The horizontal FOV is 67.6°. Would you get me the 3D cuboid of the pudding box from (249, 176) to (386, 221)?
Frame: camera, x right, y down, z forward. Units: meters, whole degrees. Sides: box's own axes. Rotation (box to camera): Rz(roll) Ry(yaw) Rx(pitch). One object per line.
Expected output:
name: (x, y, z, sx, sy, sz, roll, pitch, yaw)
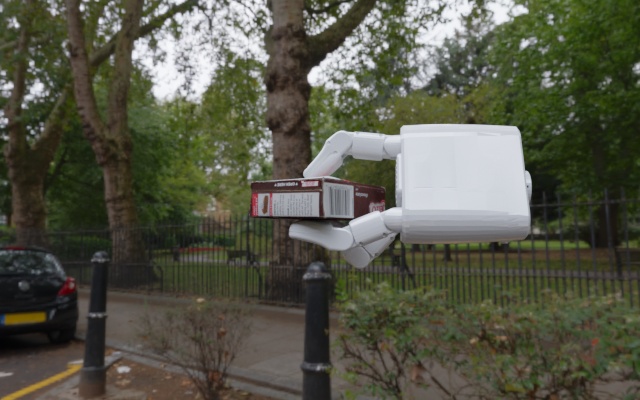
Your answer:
pudding box: (0.000, 0.001, 0.473, 0.090, 0.039, 0.113, -2, -6, 36)
